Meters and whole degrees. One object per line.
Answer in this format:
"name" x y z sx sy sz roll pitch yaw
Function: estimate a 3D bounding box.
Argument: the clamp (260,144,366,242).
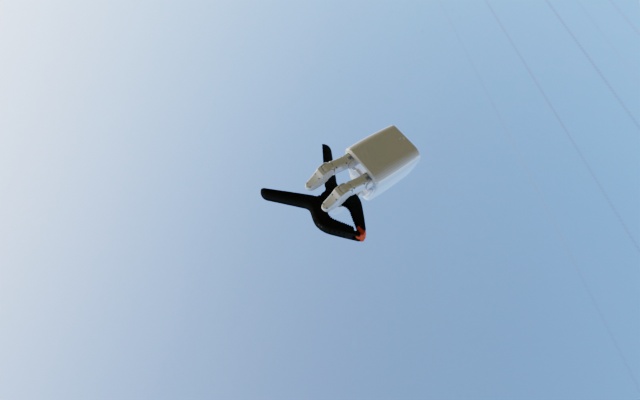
"clamp" 0.001 0.004 0.874 0.164 0.210 0.036 -32 -28 -12
